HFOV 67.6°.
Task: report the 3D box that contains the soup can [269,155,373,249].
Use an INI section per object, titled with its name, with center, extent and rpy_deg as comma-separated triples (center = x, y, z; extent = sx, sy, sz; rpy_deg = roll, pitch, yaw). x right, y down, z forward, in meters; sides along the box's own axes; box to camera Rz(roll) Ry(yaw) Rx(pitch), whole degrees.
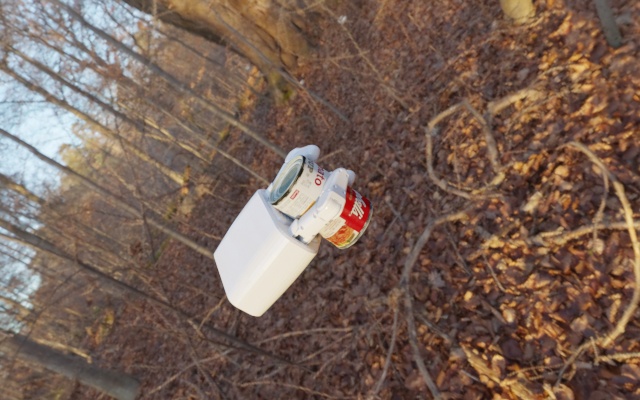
[soup can]
center = 0.000, 0.001, 0.551
extent = 0.102, 0.068, 0.068
rpy_deg = 34, -13, -21
